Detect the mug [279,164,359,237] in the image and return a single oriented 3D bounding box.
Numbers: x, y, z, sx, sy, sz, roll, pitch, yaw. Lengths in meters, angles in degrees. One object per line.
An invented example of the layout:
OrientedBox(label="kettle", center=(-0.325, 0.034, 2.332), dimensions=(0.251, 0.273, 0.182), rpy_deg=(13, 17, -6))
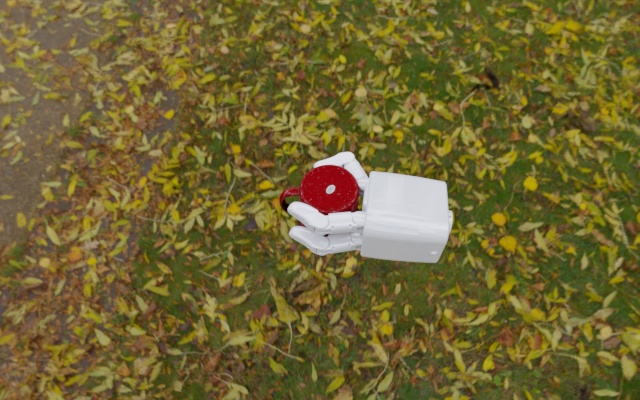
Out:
OrientedBox(label="mug", center=(-0.001, 0.002, 0.673), dimensions=(0.117, 0.093, 0.082), rpy_deg=(6, -32, 4))
